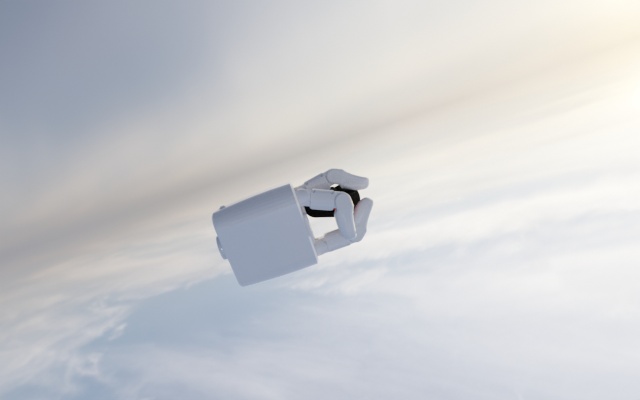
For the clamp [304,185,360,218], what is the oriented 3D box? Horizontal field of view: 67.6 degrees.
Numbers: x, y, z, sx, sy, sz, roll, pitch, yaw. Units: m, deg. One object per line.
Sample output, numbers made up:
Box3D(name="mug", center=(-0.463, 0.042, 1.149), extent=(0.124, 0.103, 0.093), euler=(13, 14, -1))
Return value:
Box3D(name="clamp", center=(0.000, 0.003, 0.685), extent=(0.120, 0.039, 0.171), euler=(-19, 6, -2))
